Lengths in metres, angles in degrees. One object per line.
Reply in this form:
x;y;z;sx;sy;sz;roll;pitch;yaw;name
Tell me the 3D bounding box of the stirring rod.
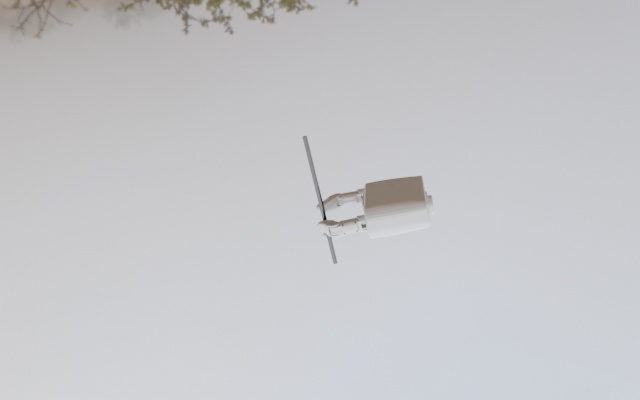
0.000;0.003;0.849;0.011;0.239;0.011;-13;16;4;stirring rod
